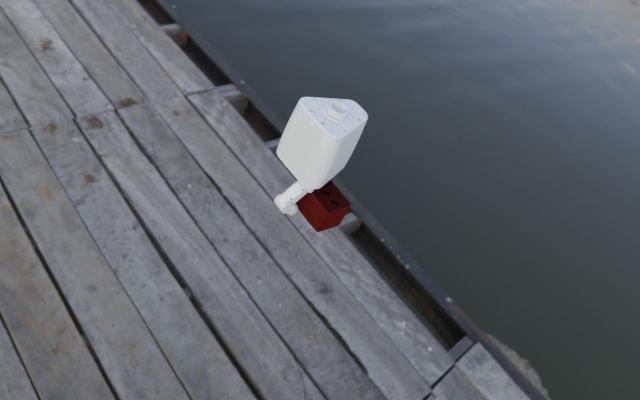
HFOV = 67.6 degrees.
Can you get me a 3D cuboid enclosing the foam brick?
[{"bbox_3d":[0.000,0.003,0.771,0.053,0.078,0.051,-18,-31,-43],"label":"foam brick"}]
